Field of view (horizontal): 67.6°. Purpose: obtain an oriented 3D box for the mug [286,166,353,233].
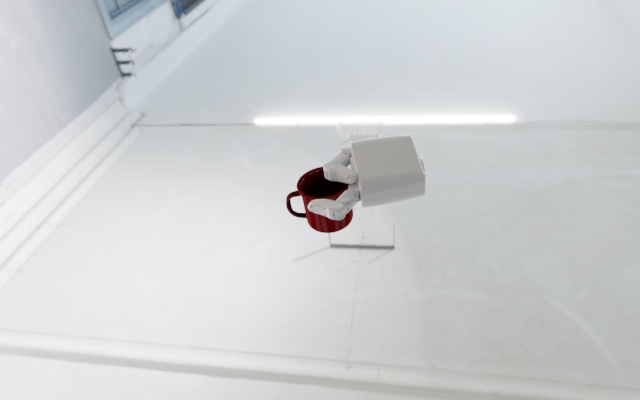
[{"bbox_3d":[-0.001,0.003,0.808,0.117,0.082,0.093,-10,37,0],"label":"mug"}]
